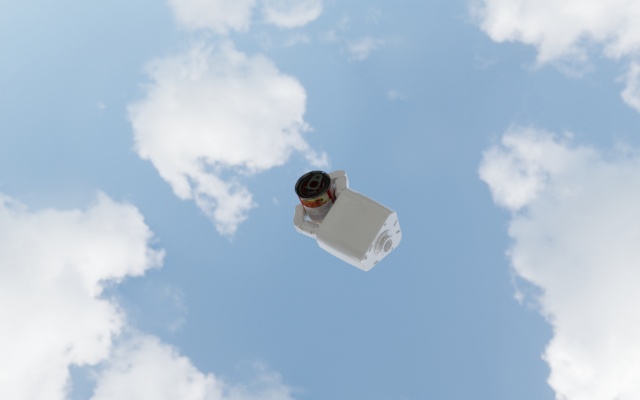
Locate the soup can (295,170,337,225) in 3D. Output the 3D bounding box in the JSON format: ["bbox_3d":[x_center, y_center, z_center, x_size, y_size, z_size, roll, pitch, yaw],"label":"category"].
[{"bbox_3d":[0.000,0.003,0.886,0.068,0.068,0.102,0,-39,21],"label":"soup can"}]
